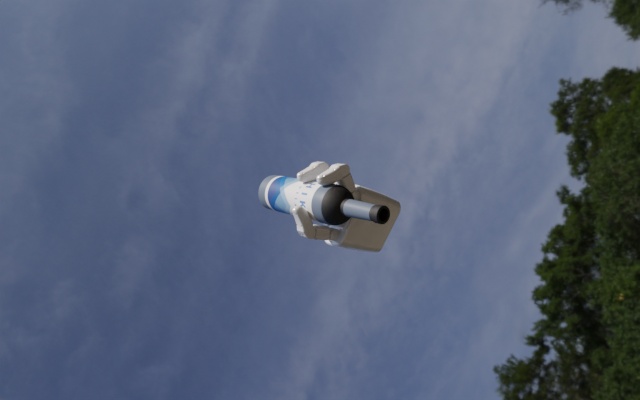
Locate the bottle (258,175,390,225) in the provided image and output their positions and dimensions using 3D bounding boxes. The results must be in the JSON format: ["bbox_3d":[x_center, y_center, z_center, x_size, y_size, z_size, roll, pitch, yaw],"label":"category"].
[{"bbox_3d":[0.000,0.003,0.796,0.069,0.069,0.295,0,7,-38],"label":"bottle"}]
